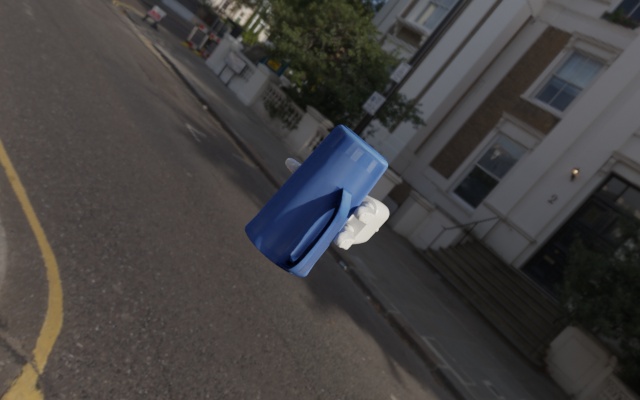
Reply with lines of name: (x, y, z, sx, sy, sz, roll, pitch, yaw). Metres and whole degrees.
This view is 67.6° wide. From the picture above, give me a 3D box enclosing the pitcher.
pitcher: (0.000, 0.003, 0.786, 0.149, 0.243, 0.145, 43, 10, 19)
